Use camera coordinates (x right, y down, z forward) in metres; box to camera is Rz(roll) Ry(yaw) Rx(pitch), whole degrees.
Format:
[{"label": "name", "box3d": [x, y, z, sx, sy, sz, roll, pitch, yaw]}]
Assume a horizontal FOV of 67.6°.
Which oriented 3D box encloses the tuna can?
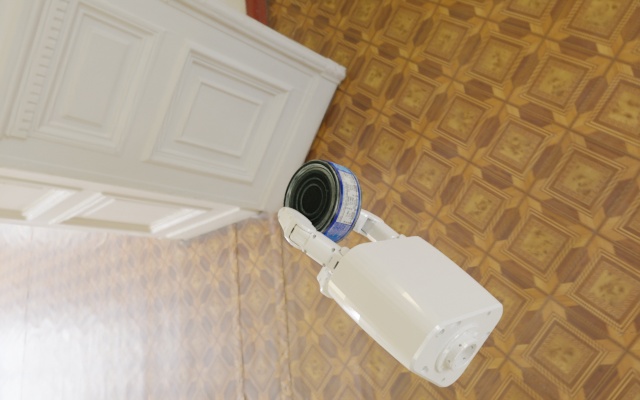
[{"label": "tuna can", "box3d": [0.000, 0.001, 0.492, 0.034, 0.086, 0.086, 15, -10, -42]}]
